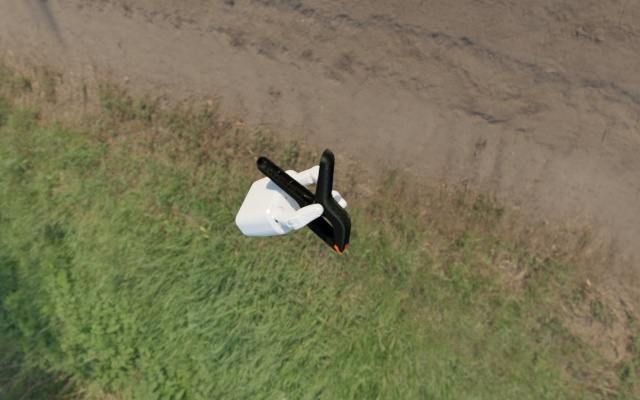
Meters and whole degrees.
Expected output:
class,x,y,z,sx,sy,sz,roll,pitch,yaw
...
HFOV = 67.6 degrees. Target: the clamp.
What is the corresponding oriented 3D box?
class,x,y,z,sx,sy,sz,roll,pitch,yaw
clamp,0.000,0.004,0.782,0.164,0.210,0.036,-8,33,48
